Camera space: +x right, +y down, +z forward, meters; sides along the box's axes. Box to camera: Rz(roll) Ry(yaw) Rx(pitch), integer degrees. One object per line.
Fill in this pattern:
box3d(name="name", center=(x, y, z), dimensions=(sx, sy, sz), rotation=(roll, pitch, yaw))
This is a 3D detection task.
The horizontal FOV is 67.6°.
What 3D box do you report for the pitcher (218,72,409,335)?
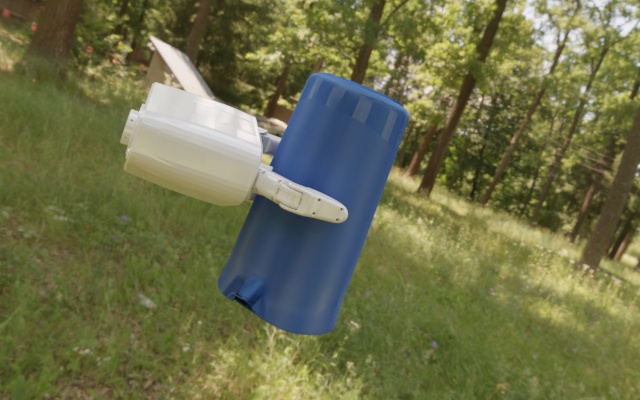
box3d(name="pitcher", center=(0.000, 0.002, 0.500), dimensions=(0.145, 0.243, 0.149), rotation=(19, 10, -22))
